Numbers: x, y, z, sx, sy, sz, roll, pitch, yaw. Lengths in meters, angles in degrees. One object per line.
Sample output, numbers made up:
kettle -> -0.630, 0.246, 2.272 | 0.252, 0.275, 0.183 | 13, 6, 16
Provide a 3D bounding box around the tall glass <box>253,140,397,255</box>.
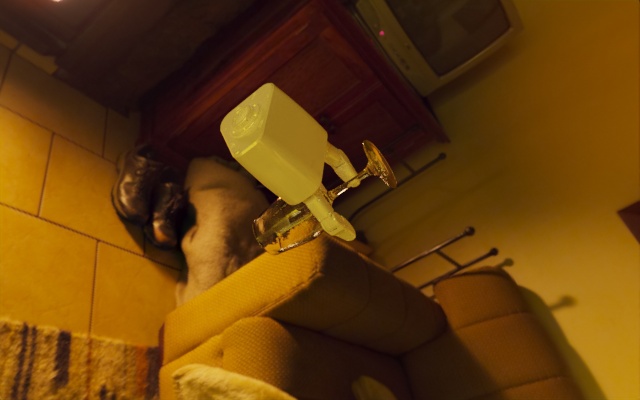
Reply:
tall glass -> 0.001, 0.002, 0.658 | 0.201, 0.079, 0.079 | -33, -13, 21
